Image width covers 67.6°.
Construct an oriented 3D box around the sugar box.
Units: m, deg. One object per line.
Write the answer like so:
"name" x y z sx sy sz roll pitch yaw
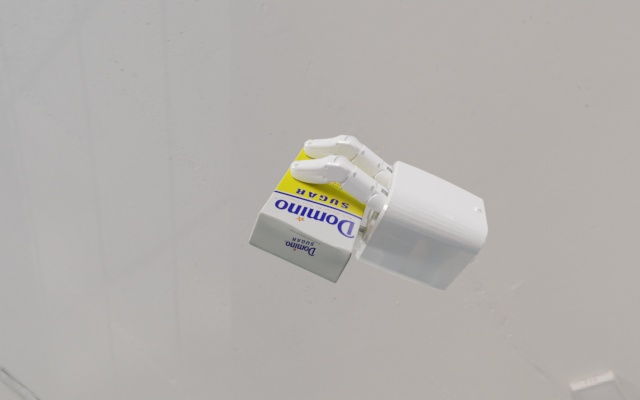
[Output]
"sugar box" 0.000 0.001 0.504 0.093 0.048 0.176 24 30 0
